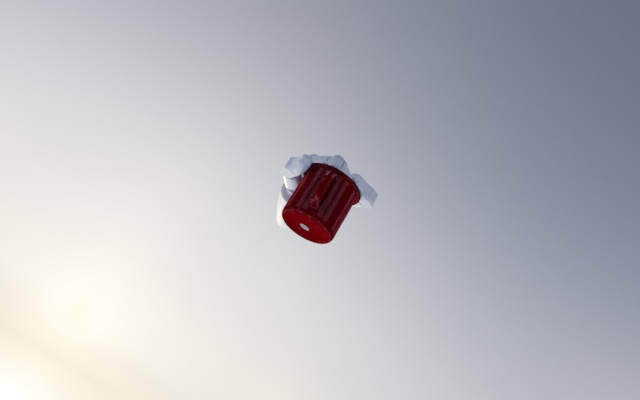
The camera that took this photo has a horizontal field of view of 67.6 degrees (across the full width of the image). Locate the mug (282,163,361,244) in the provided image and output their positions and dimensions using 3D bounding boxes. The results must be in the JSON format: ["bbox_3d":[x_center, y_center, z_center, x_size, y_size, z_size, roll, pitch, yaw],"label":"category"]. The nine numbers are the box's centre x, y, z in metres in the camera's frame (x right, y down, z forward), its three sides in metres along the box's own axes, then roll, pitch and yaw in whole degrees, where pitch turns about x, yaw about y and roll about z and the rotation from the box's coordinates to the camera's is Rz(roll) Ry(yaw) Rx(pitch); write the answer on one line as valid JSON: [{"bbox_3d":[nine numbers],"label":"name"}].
[{"bbox_3d":[0.000,0.002,0.662,0.093,0.081,0.117,29,-28,4],"label":"mug"}]
